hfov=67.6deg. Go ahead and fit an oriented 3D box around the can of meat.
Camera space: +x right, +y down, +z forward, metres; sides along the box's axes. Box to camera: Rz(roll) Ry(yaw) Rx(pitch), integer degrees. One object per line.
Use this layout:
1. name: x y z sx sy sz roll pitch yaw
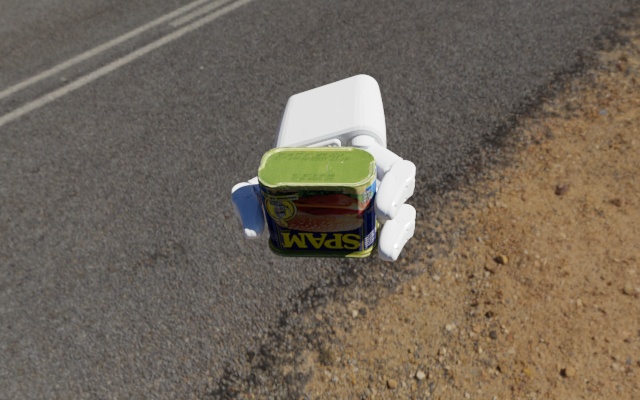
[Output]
1. can of meat: 0.000 0.001 0.415 0.102 0.084 0.057 1 43 7
